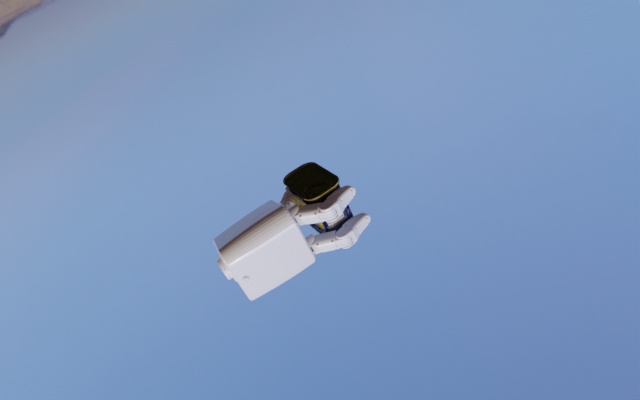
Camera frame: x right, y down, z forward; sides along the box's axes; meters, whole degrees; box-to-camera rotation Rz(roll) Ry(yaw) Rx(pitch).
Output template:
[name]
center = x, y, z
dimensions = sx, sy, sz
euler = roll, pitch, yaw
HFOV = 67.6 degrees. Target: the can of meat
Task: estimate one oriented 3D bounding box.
[can of meat]
center = 0.000, 0.002, 0.694
dimensions = 0.057, 0.084, 0.102
euler = -34, 33, -14
